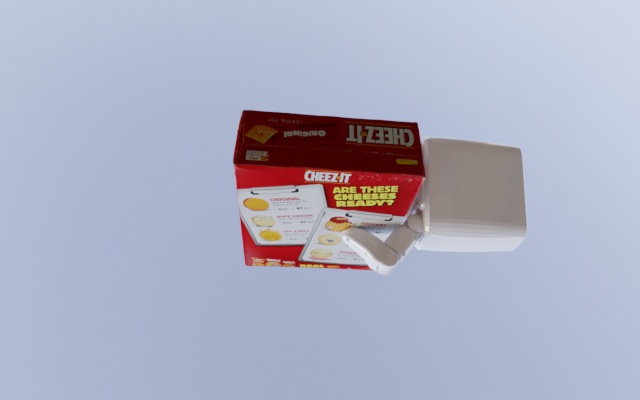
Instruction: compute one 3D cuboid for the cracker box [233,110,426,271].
[{"bbox_3d":[0.000,0.002,0.502,0.164,0.072,0.214,3,-31,-4],"label":"cracker box"}]
